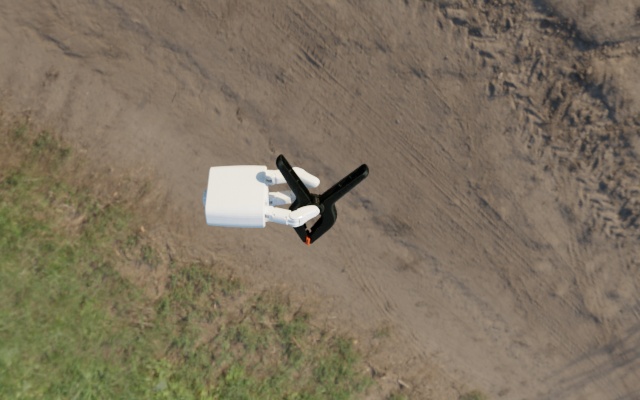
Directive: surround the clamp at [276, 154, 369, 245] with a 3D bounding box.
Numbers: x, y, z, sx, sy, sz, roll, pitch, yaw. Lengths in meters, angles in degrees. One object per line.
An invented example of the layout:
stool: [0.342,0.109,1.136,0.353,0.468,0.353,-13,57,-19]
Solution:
clamp: [0.000,0.004,0.893,0.164,0.210,0.036,2,42,-2]
